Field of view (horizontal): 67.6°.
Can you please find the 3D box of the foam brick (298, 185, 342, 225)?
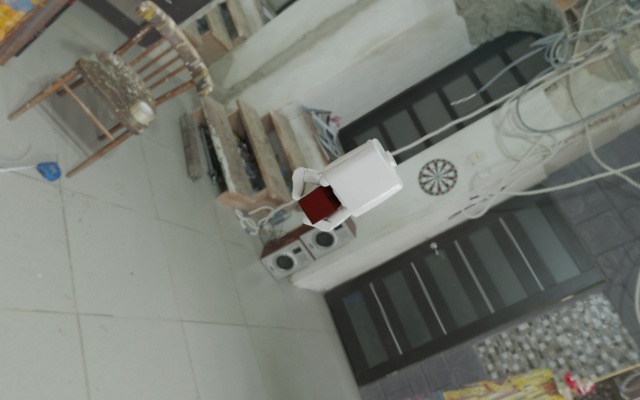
[{"bbox_3d":[0.000,0.003,0.882,0.051,0.053,0.078,-33,3,16],"label":"foam brick"}]
